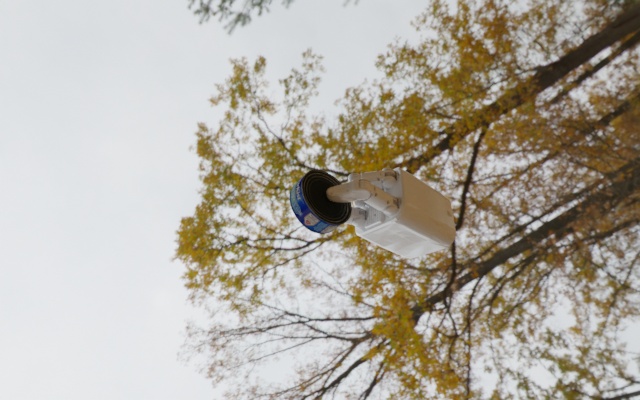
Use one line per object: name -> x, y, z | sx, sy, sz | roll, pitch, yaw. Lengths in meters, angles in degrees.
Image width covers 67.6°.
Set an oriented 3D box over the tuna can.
tuna can -> 0.000, 0.002, 0.658 | 0.086, 0.086, 0.034 | 0, -29, -43
